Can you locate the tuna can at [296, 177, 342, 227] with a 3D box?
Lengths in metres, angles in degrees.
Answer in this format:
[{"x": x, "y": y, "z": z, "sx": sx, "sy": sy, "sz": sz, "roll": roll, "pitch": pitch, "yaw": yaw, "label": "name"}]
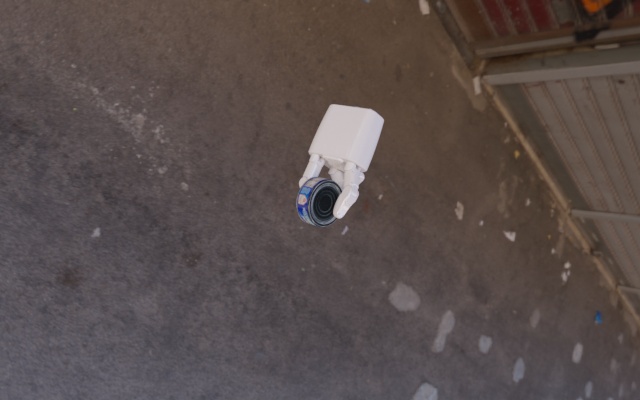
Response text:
[{"x": 0.000, "y": 0.003, "z": 0.840, "sx": 0.086, "sy": 0.086, "sz": 0.033, "roll": 0, "pitch": 10, "yaw": -42, "label": "tuna can"}]
